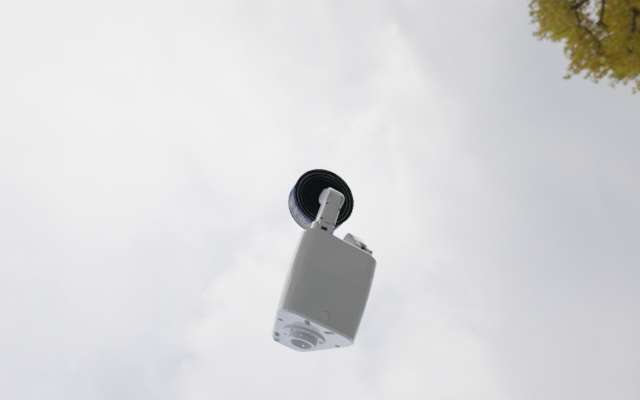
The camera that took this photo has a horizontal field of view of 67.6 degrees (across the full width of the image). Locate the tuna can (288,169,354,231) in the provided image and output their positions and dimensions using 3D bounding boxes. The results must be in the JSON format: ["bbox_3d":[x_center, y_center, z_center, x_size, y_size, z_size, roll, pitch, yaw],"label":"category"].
[{"bbox_3d":[0.000,0.002,0.646,0.086,0.086,0.034,0,-26,-24],"label":"tuna can"}]
